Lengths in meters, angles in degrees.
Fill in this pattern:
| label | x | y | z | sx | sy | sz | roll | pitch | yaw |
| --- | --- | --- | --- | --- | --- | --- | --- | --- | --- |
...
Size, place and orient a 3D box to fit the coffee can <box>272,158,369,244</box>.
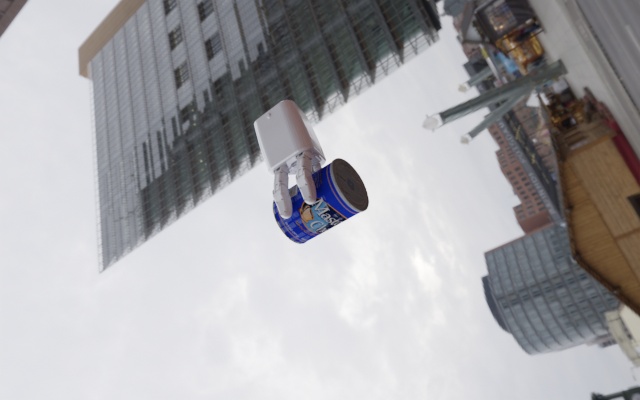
| label | x | y | z | sx | sy | sz | roll | pitch | yaw |
| --- | --- | --- | --- | --- | --- | --- | --- | --- | --- |
| coffee can | 0.000 | 0.003 | 0.848 | 0.140 | 0.102 | 0.103 | -30 | -15 | 28 |
